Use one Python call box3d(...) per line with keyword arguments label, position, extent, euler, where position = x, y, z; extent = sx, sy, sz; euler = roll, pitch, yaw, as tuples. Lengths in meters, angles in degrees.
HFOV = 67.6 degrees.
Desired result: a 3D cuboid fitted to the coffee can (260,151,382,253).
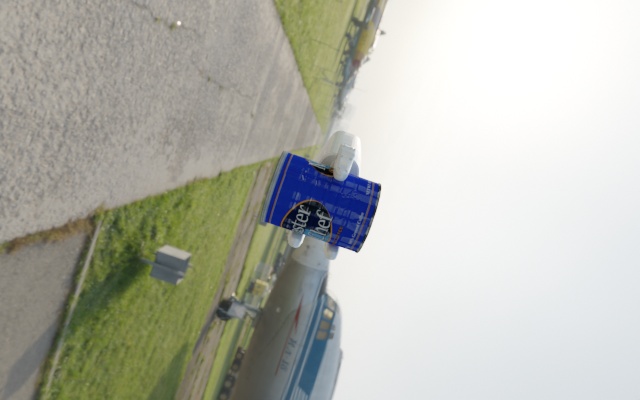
box3d(label="coffee can", position=(0.000, 0.002, 0.655), extent=(0.140, 0.103, 0.103), euler=(19, -1, -2))
